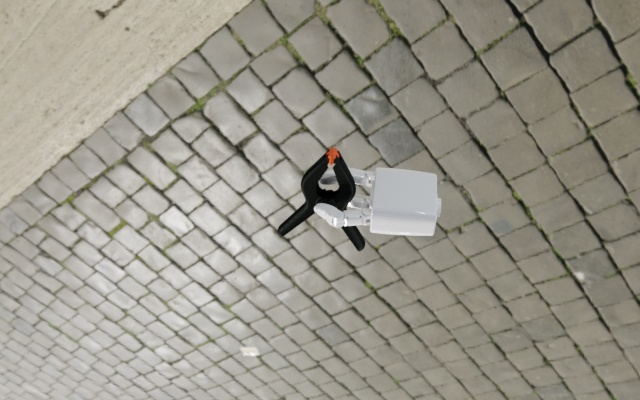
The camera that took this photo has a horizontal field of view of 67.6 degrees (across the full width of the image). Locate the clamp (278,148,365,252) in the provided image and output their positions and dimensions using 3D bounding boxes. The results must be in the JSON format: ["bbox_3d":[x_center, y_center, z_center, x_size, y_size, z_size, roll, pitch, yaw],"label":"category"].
[{"bbox_3d":[0.000,0.003,0.837,0.164,0.210,0.036,4,38,6],"label":"clamp"}]
